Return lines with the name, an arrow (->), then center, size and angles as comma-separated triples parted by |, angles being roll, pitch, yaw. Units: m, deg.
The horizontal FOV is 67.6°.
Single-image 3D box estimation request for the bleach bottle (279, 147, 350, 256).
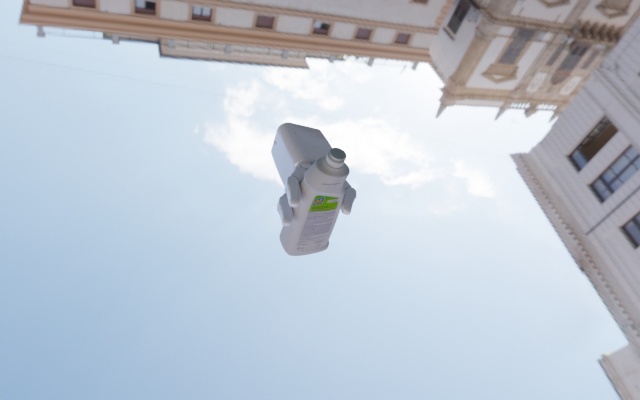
bleach bottle -> 0.000, 0.003, 0.867 | 0.102, 0.068, 0.251 | -9, -36, -29
